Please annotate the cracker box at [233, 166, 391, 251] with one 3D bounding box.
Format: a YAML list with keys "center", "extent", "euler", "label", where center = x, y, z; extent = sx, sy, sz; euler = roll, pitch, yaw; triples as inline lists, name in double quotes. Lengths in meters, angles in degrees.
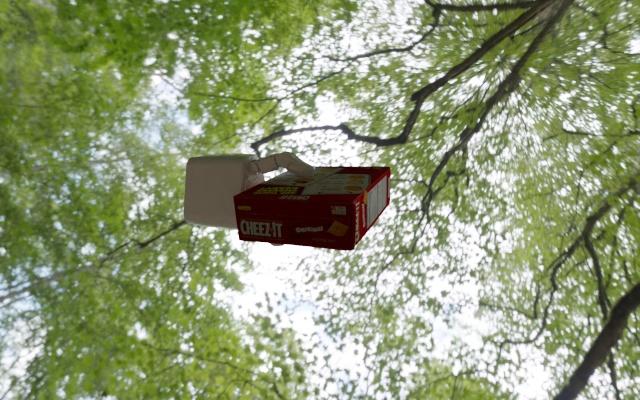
- center: [0.000, 0.002, 0.689]
  extent: [0.164, 0.072, 0.213]
  euler: [2, 16, 20]
  label: "cracker box"
